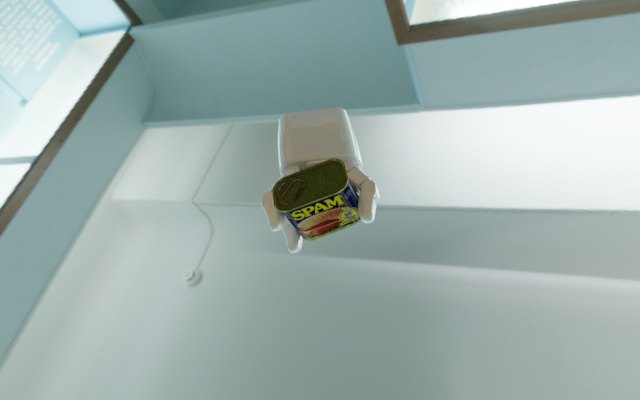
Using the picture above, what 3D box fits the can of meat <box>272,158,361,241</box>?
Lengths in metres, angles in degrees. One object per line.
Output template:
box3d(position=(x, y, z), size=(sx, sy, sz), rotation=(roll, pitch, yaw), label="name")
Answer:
box3d(position=(0.000, 0.002, 0.636), size=(0.102, 0.057, 0.084), rotation=(-20, -39, 10), label="can of meat")
